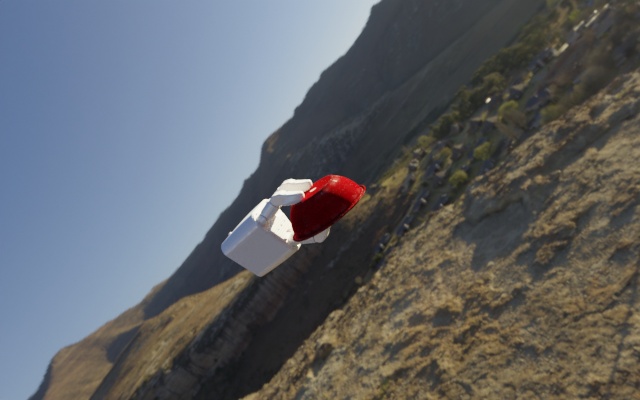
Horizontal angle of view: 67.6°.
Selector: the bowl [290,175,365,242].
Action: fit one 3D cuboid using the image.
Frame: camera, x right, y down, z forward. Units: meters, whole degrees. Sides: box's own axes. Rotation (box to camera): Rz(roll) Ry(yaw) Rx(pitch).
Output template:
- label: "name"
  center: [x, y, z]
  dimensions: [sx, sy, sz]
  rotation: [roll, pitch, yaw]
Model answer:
- label: "bowl"
  center: [0.001, 0.002, 0.860]
  dimensions: [0.162, 0.055, 0.162]
  rotation: [-35, 12, 8]
